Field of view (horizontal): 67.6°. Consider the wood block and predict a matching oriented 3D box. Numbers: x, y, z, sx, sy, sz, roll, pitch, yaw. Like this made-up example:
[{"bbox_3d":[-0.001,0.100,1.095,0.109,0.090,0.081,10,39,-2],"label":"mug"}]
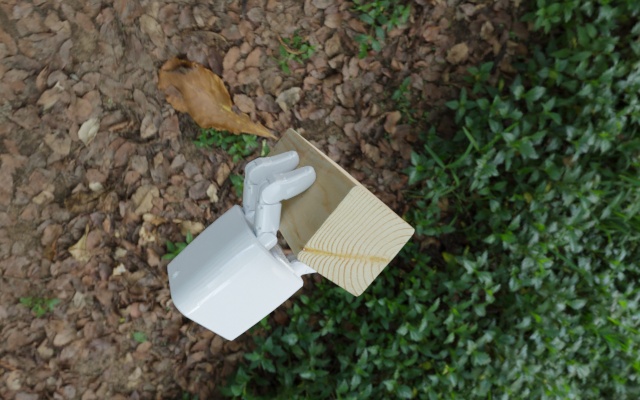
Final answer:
[{"bbox_3d":[0.000,0.002,0.538,0.091,0.090,0.206,36,6,-31],"label":"wood block"}]
